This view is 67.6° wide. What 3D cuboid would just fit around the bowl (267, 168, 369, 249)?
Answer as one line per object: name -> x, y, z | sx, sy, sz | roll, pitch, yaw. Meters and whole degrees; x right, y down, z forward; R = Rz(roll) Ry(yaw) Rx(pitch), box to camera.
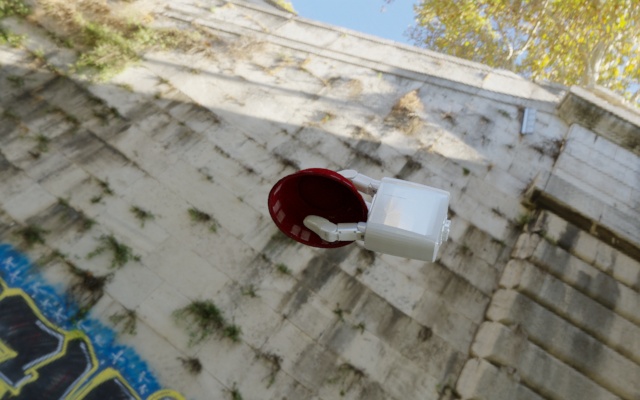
bowl -> -0.001, 0.002, 0.761 | 0.162, 0.162, 0.055 | 0, 41, 15
